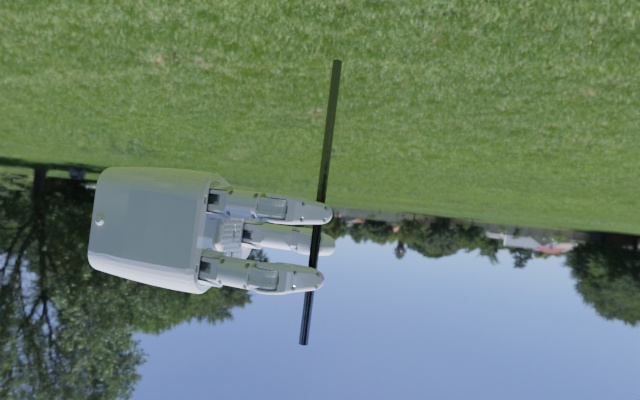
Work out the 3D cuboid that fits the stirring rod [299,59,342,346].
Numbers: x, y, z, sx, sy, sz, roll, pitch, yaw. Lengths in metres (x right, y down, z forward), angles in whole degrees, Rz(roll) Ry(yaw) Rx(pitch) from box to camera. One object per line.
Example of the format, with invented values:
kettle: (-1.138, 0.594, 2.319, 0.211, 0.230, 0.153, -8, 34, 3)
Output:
stirring rod: (0.000, 0.001, 0.403, 0.011, 0.239, 0.011, 7, -1, 0)
